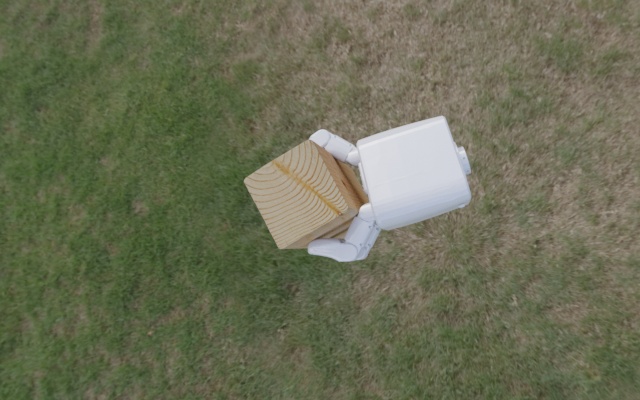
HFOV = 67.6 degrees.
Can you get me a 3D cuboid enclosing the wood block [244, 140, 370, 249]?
[{"bbox_3d":[0.000,0.001,0.601,0.090,0.091,0.206,-31,-12,11],"label":"wood block"}]
